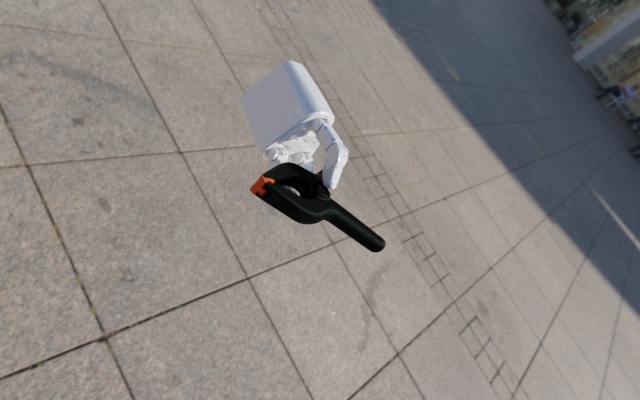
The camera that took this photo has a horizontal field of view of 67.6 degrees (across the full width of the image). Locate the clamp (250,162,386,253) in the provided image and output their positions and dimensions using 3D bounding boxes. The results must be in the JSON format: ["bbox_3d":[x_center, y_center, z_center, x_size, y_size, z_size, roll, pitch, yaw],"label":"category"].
[{"bbox_3d":[0.000,0.001,0.647,0.210,0.164,0.036,3,-39,-49],"label":"clamp"}]
